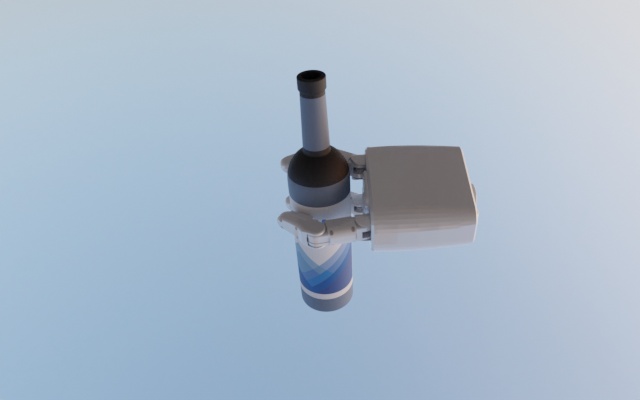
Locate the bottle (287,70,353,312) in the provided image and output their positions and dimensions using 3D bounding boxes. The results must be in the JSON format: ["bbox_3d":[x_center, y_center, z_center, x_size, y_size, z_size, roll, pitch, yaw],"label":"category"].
[{"bbox_3d":[0.000,0.002,0.526,0.069,0.296,0.069,-3,38,2],"label":"bottle"}]
